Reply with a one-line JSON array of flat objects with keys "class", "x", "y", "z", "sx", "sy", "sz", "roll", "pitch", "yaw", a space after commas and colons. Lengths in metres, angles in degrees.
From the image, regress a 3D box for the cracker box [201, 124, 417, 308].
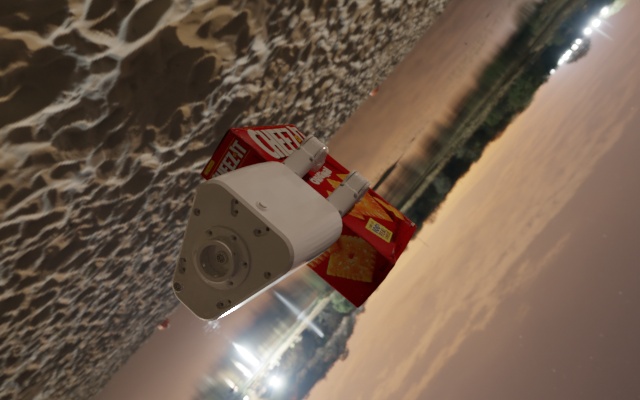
[{"class": "cracker box", "x": 0.000, "y": 0.002, "z": 0.541, "sx": 0.213, "sy": 0.072, "sz": 0.164, "roll": 40, "pitch": 20, "yaw": 9}]
